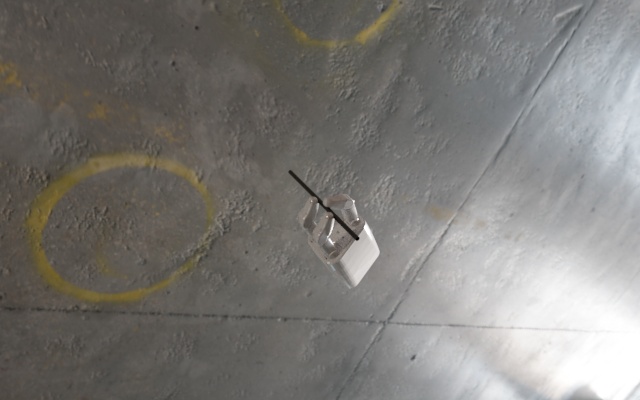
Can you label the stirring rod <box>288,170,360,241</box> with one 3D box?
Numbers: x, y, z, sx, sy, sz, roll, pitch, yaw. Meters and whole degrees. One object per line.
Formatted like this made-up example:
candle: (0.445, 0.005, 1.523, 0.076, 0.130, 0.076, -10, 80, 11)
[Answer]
stirring rod: (0.000, 0.003, 0.860, 0.011, 0.011, 0.239, 0, 30, -35)
